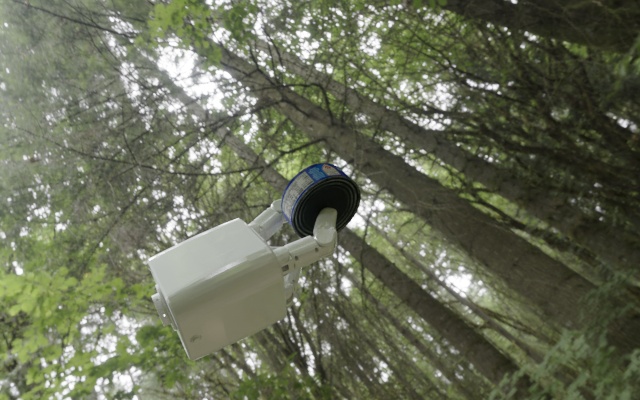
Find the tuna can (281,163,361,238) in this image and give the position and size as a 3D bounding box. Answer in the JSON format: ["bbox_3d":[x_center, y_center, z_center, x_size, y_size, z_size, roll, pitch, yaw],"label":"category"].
[{"bbox_3d":[0.000,0.001,0.532,0.086,0.086,0.033,0,34,-35],"label":"tuna can"}]
